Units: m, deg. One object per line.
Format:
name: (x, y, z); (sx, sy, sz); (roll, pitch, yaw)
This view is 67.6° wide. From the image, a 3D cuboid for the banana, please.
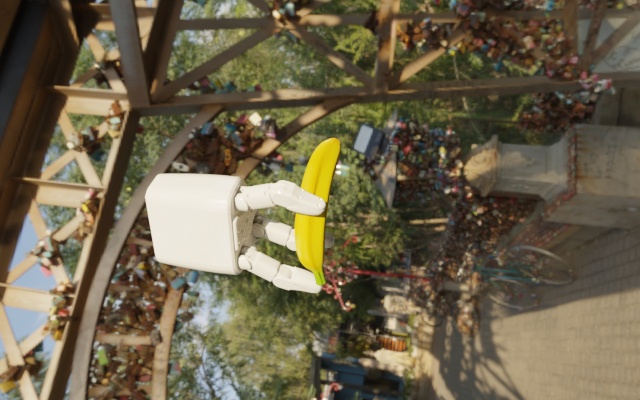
banana: (-0.003, -0.002, 0.578); (0.037, 0.197, 0.070); (4, -23, 12)
